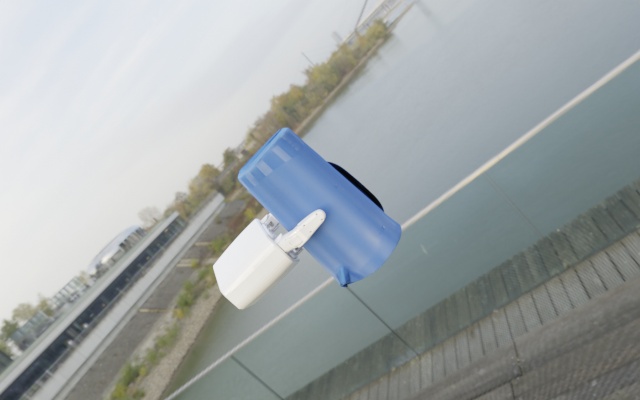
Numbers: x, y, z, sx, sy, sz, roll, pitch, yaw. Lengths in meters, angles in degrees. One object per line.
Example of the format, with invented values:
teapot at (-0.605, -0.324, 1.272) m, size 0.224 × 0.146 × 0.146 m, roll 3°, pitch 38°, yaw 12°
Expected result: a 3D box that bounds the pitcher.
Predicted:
pitcher at (0.000, 0.003, 0.734) m, size 0.243 × 0.145 × 0.149 m, roll 44°, pitch -1°, yaw -11°
